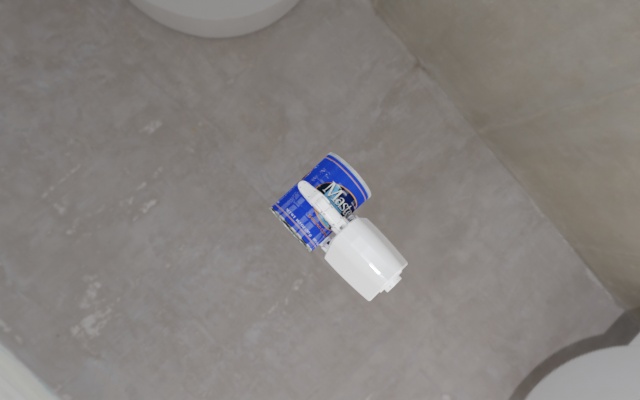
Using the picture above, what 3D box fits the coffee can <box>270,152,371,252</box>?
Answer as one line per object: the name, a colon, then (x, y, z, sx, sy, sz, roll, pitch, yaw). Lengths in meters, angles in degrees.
coffee can: (0.000, 0.002, 0.804, 0.140, 0.103, 0.103, -43, 7, -7)
